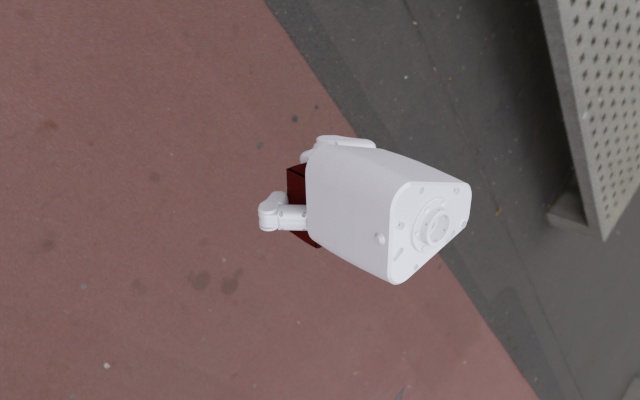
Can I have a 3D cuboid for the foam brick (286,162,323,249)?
[{"bbox_3d":[0.000,0.002,0.505,0.053,0.078,0.051,-20,32,-33],"label":"foam brick"}]
